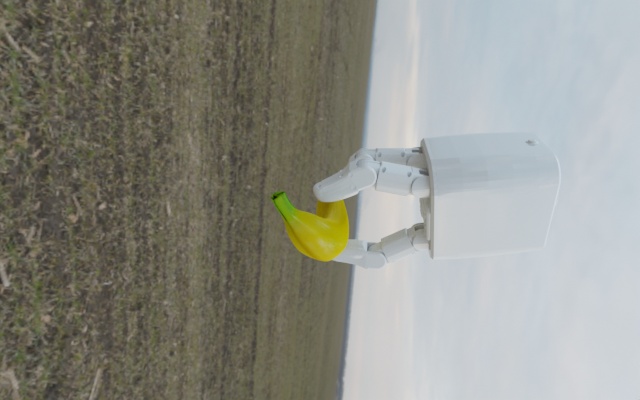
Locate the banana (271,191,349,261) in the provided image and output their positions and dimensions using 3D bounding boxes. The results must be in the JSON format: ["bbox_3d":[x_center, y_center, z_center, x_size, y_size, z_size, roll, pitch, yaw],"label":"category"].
[{"bbox_3d":[0.004,0.020,0.454,0.037,0.069,0.198,-14,-1,11],"label":"banana"}]
